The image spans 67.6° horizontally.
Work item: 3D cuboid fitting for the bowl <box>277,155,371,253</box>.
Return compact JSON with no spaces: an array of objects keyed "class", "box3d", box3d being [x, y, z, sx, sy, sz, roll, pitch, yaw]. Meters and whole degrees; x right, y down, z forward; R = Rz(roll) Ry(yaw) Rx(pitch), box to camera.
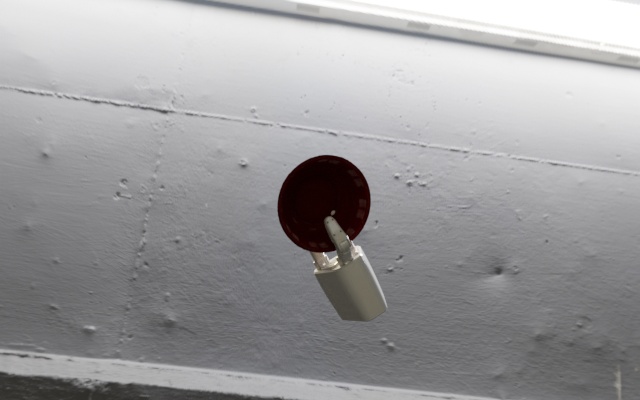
[{"class":"bowl","box3d":[0.000,0.001,0.797,0.162,0.162,0.055,0,10,-20]}]
